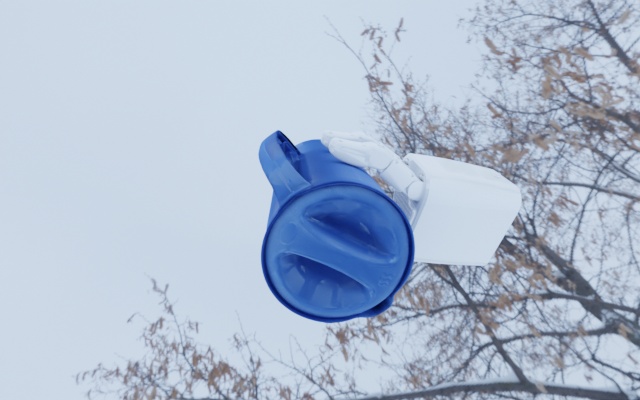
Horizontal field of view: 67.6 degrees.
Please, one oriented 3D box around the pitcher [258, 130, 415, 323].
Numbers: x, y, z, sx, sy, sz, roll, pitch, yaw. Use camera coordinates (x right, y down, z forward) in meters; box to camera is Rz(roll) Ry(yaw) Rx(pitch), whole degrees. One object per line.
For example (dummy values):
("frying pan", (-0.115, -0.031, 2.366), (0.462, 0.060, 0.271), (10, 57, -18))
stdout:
("pitcher", (0.000, 0.002, 0.510), (0.145, 0.149, 0.242), (7, 19, -8))
